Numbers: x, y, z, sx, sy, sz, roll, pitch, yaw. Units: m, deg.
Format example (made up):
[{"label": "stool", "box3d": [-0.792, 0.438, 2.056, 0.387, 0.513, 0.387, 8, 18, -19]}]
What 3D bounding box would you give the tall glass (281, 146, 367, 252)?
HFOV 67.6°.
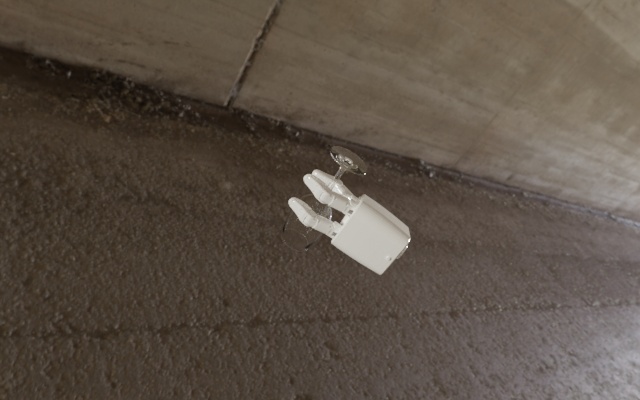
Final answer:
[{"label": "tall glass", "box3d": [0.000, 0.002, 0.863, 0.079, 0.201, 0.079, 25, 30, -16]}]
